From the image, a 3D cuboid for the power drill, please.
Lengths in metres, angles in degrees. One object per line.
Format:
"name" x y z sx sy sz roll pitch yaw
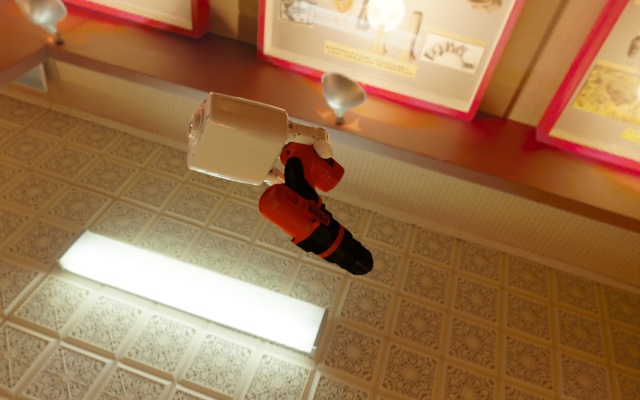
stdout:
"power drill" 0.000 0.002 0.672 0.184 0.057 0.187 38 26 -25
